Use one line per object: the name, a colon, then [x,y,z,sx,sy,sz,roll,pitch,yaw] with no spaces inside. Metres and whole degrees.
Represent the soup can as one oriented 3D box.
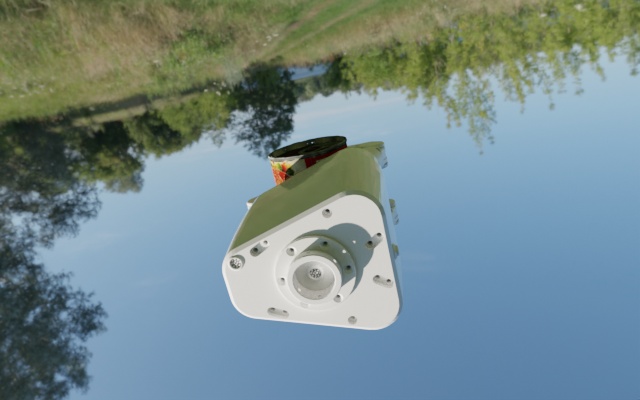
soup can: [0.000,0.002,0.417,0.068,0.102,0.068,-12,16,4]
